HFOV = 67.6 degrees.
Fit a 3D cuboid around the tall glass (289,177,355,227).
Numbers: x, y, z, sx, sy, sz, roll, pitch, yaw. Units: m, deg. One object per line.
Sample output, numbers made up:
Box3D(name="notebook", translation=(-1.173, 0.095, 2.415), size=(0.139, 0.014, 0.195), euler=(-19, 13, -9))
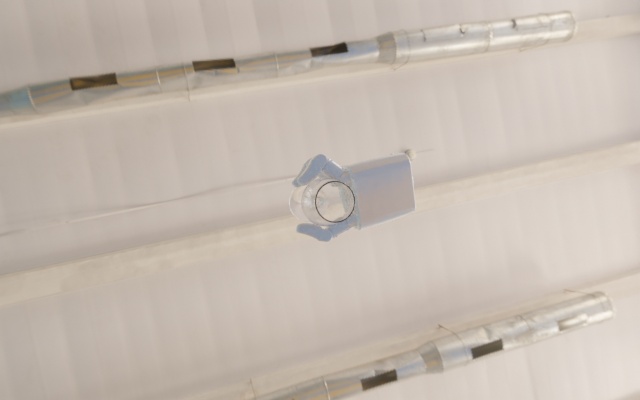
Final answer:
Box3D(name="tall glass", translation=(0.000, 0.003, 0.797), size=(0.079, 0.079, 0.201), euler=(0, 0, -13))
